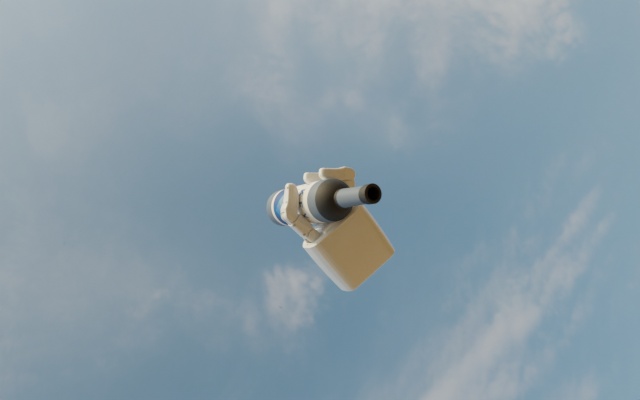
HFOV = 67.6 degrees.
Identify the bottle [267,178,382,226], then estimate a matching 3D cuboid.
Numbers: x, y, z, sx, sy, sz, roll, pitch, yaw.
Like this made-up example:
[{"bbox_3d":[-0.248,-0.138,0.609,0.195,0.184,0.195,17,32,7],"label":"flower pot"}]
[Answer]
[{"bbox_3d":[0.000,0.002,0.753,0.069,0.069,0.296,0,-5,-28],"label":"bottle"}]
